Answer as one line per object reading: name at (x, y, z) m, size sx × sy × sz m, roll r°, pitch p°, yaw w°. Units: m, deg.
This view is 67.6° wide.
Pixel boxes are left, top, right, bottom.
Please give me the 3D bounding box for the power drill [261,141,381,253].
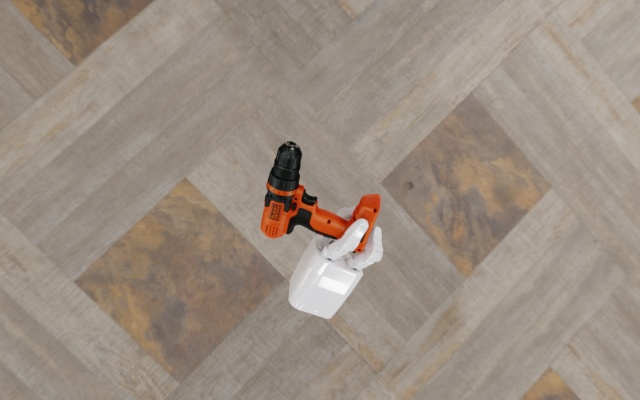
power drill at (0.000, 0.003, 0.790) m, size 0.187 × 0.185 × 0.057 m, roll 17°, pitch 36°, yaw 0°
